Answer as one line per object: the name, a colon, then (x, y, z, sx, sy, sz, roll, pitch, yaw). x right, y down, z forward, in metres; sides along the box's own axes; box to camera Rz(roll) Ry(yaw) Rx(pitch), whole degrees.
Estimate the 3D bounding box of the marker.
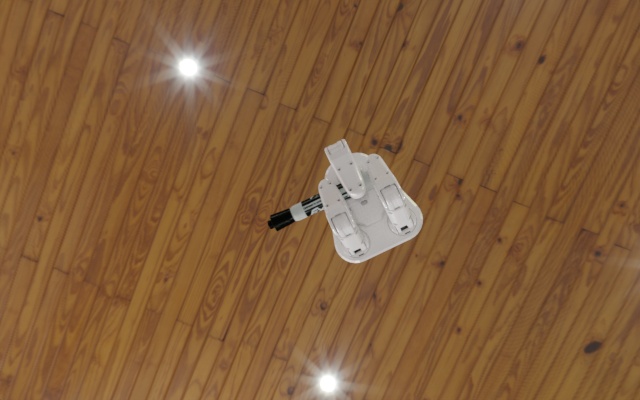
marker: (0.000, 0.002, 0.501, 0.121, 0.020, 0.020, -25, -3, 6)
